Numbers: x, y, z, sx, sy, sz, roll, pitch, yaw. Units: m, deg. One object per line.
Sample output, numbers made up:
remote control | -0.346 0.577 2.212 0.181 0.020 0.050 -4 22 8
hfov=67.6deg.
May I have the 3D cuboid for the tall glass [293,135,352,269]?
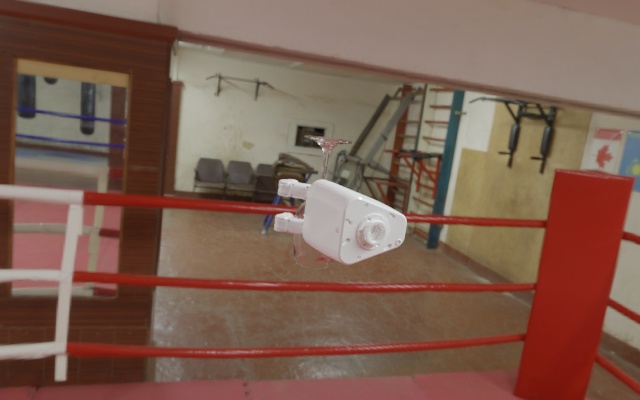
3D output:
tall glass | 0.000 0.002 0.752 0.079 0.201 0.079 7 11 -1
